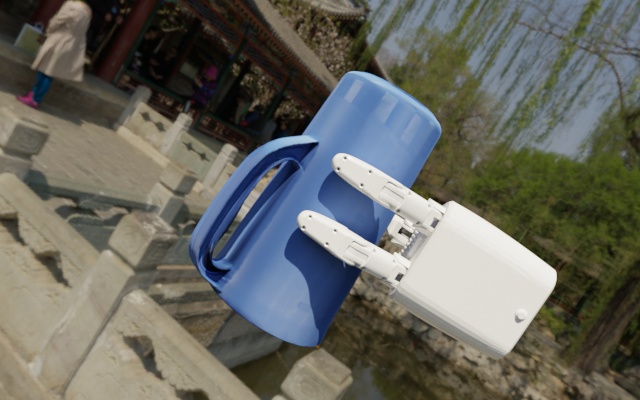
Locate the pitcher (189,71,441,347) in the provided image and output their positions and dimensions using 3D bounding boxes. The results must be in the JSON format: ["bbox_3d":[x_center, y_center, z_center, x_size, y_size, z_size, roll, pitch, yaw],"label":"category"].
[{"bbox_3d":[0.000,0.002,0.452,0.145,0.243,0.149,33,4,5],"label":"pitcher"}]
